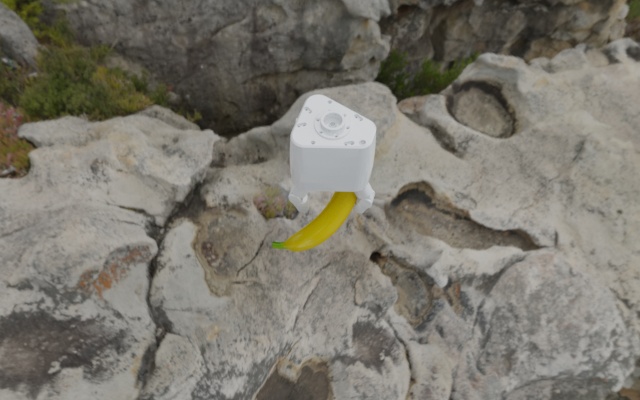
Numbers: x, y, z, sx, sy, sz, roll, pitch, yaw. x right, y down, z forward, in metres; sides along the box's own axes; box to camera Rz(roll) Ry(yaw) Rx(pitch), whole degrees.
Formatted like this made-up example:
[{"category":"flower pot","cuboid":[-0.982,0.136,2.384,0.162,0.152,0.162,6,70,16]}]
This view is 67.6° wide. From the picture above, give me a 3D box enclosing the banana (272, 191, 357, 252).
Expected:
[{"category":"banana","cuboid":[0.012,0.015,0.748,0.069,0.197,0.037,36,-20,25]}]
